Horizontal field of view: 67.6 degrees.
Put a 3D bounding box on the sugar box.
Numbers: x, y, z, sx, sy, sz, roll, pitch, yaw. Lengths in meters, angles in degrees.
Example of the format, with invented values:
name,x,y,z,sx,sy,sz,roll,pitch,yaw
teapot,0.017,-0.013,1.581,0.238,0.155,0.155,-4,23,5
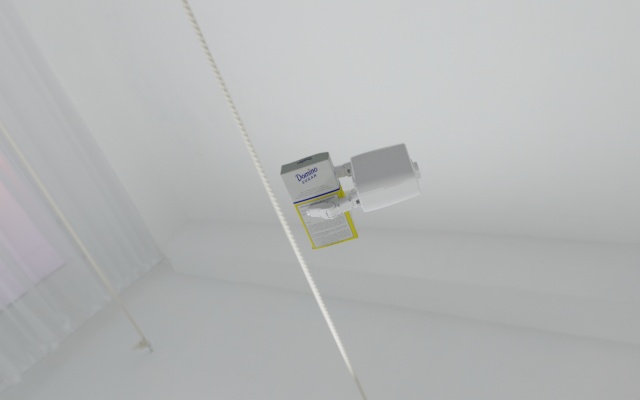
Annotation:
name,x,y,z,sx,sy,sz,roll,pitch,yaw
sugar box,0.000,0.003,0.885,0.093,0.176,0.048,-17,27,9
